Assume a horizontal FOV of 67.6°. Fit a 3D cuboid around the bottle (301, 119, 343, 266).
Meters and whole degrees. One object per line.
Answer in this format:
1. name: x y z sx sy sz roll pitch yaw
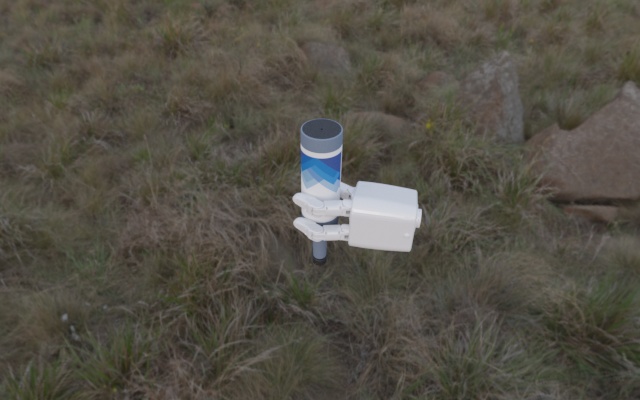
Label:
1. bottle: 0.000 0.003 0.837 0.069 0.296 0.069 1 39 0
